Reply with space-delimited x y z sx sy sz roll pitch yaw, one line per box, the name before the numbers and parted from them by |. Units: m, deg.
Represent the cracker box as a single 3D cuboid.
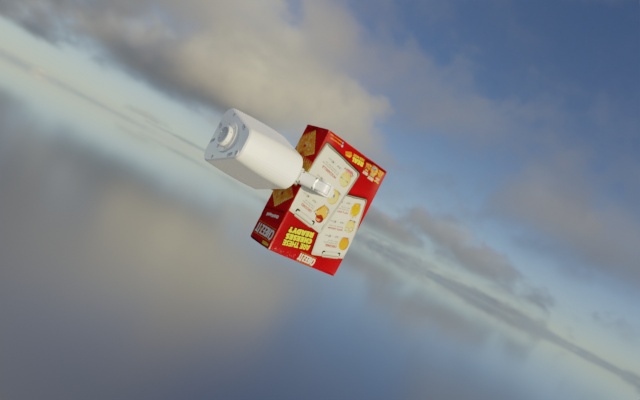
cracker box | 0.000 0.003 0.824 0.164 0.213 0.072 29 -3 -41
